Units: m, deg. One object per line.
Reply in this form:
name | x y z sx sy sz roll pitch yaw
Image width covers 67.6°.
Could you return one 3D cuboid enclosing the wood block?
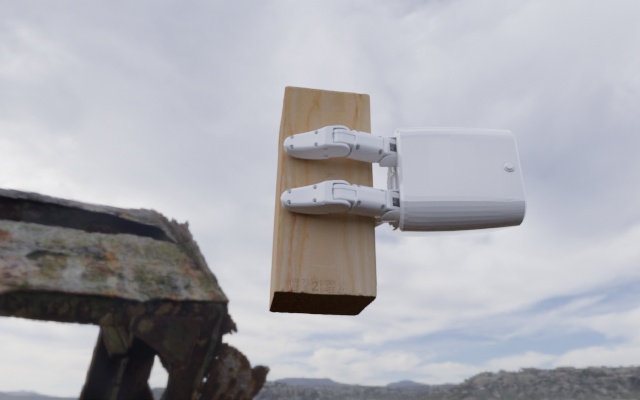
wood block | 0.000 0.002 0.474 0.090 0.206 0.091 4 -25 -7
